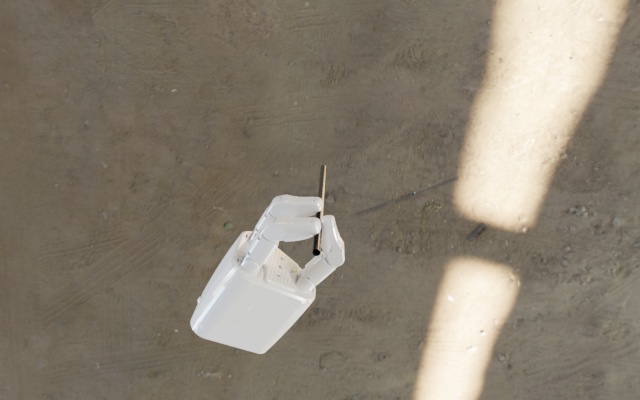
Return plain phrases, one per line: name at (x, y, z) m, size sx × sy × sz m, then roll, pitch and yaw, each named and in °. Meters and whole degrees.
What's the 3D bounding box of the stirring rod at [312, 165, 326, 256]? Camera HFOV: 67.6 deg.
stirring rod at (0.000, 0.002, 0.581) m, size 0.011 × 0.011 × 0.239 m, roll 0°, pitch 24°, yaw 2°
